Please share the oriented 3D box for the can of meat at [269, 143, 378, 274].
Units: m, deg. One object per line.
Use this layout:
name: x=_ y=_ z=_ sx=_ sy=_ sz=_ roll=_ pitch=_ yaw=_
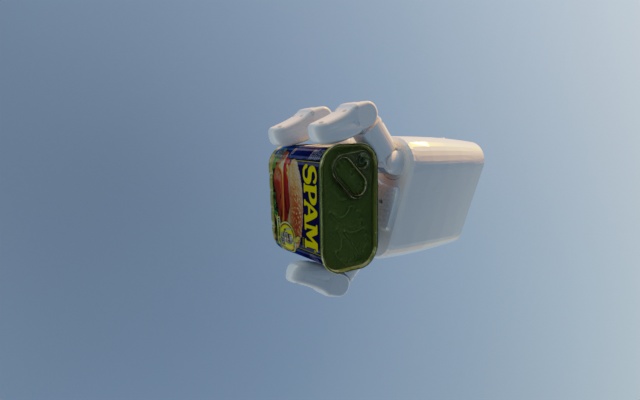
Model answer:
can of meat: x=0.000 y=0.001 z=0.406 sx=0.057 sy=0.102 sz=0.084 roll=-8 pitch=12 yaw=-35
